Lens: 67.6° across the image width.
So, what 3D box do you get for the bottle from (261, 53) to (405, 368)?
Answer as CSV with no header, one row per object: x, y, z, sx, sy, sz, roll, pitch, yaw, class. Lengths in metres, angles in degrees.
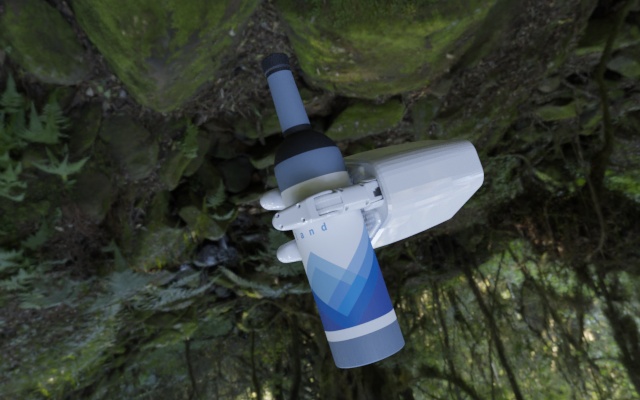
0.000,0.002,0.452,0.069,0.295,0.069,-18,-6,-2,bottle
